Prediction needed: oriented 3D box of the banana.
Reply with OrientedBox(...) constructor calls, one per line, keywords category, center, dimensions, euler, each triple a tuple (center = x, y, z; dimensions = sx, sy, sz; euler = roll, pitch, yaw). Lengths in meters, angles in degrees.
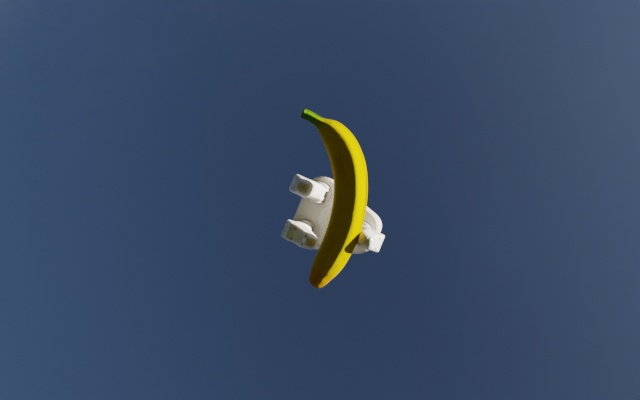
OrientedBox(category="banana", center=(0.018, -0.003, 0.529), dimensions=(0.069, 0.198, 0.037), euler=(-3, -1, 8))
